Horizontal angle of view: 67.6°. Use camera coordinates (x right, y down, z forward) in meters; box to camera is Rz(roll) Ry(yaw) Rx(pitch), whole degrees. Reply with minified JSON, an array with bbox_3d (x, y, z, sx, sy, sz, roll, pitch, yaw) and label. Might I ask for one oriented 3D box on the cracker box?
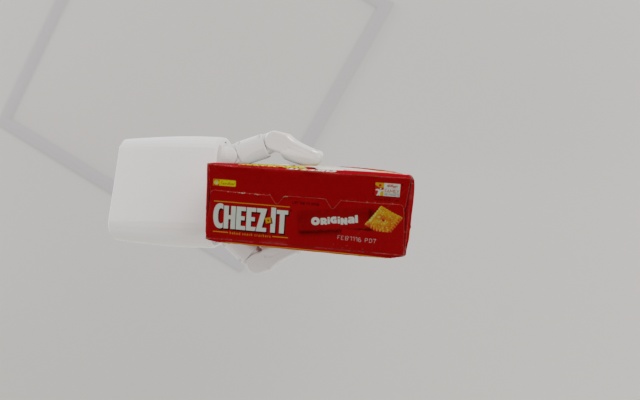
[{"bbox_3d":[0.000,0.001,0.473,0.164,0.072,0.213,4,5,6],"label":"cracker box"}]
